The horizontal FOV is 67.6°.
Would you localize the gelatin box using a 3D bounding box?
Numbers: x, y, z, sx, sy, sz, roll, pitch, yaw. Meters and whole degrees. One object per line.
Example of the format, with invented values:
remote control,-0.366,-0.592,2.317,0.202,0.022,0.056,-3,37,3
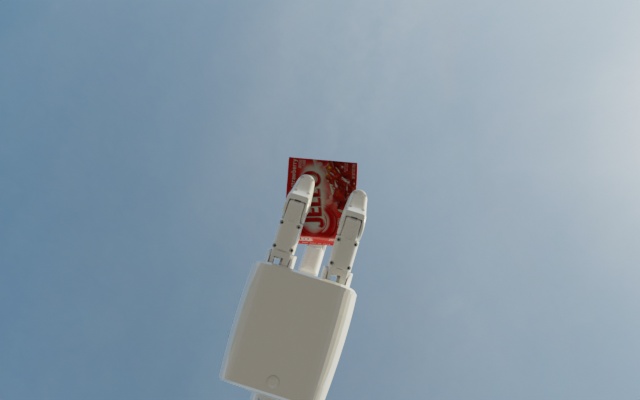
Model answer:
gelatin box,0.000,0.001,0.494,0.073,0.089,0.030,5,-24,-3
